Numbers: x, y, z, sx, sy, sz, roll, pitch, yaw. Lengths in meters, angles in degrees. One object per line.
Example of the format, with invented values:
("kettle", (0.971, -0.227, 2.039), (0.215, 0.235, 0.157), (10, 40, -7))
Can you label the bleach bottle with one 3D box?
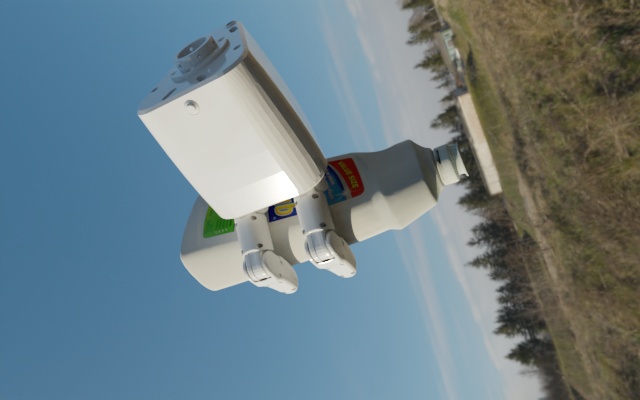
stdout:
("bleach bottle", (0.000, 0.001, 0.419), (0.251, 0.068, 0.102), (-20, 37, 20))
